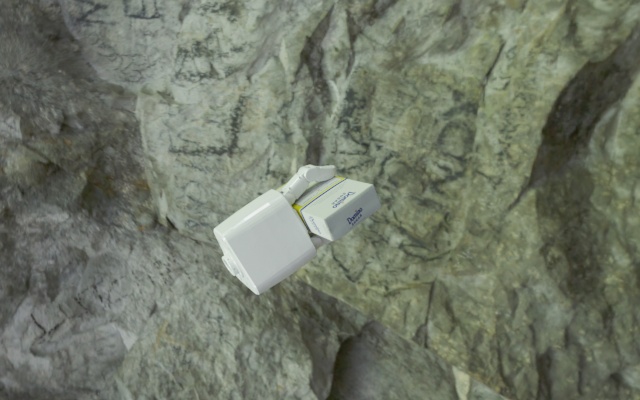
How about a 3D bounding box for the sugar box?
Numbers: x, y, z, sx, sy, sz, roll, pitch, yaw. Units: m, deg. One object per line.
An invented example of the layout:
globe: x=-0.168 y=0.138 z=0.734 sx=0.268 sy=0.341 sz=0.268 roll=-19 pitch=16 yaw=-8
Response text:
sugar box: x=0.000 y=0.003 z=0.717 sx=0.093 sy=0.048 sz=0.176 roll=-34 pitch=29 yaw=-21
